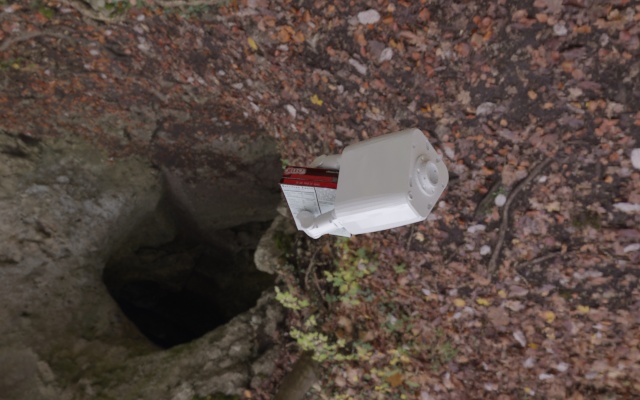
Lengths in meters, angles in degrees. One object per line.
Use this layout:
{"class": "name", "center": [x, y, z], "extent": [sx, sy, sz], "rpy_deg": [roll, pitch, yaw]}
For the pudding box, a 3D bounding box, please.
{"class": "pudding box", "center": [0.000, 0.002, 0.672], "extent": [0.090, 0.039, 0.114], "rpy_deg": [7, -38, 20]}
